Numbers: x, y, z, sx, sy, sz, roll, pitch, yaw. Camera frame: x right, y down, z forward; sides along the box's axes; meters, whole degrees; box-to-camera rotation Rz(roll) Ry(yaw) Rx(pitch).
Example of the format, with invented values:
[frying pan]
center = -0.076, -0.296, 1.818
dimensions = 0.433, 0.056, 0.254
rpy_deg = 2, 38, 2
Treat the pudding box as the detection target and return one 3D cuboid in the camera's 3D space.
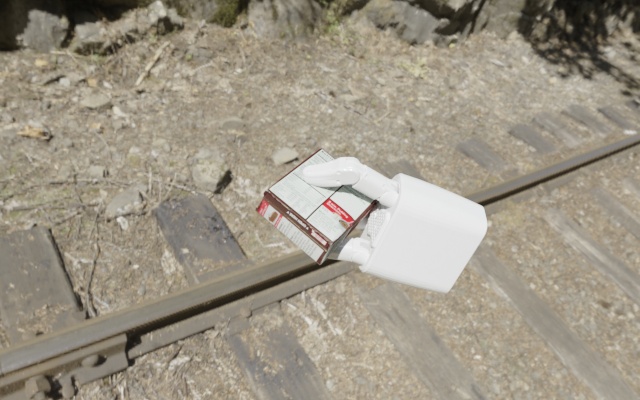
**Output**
[pudding box]
center = 0.000, 0.002, 0.514
dimensions = 0.090, 0.039, 0.113
rpy_deg = 39, 41, 9
